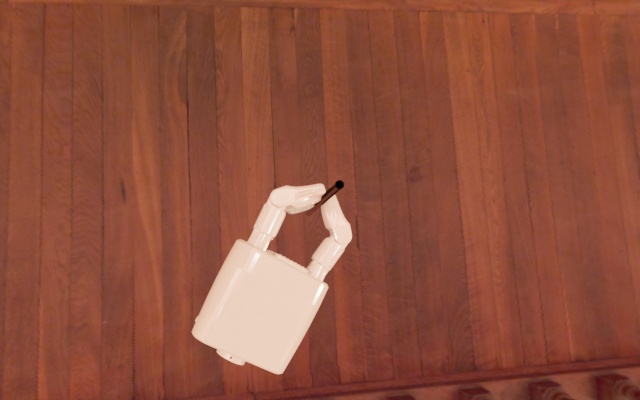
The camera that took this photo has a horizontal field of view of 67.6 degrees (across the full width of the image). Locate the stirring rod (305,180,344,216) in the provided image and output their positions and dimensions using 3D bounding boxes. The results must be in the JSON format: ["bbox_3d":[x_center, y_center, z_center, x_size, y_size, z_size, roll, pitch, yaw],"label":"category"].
[{"bbox_3d":[0.000,0.002,0.534,0.011,0.011,0.239,0,-7,-8],"label":"stirring rod"}]
